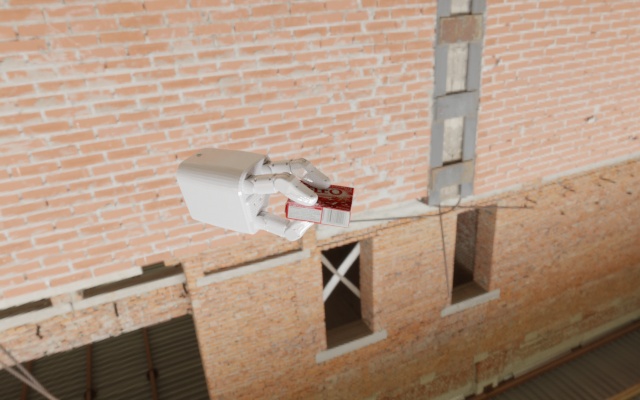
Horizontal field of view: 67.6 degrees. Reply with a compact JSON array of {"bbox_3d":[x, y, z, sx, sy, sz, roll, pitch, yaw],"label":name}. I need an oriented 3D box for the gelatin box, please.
[{"bbox_3d":[0.000,0.003,0.667,0.089,0.030,0.073,9,28,3],"label":"gelatin box"}]
